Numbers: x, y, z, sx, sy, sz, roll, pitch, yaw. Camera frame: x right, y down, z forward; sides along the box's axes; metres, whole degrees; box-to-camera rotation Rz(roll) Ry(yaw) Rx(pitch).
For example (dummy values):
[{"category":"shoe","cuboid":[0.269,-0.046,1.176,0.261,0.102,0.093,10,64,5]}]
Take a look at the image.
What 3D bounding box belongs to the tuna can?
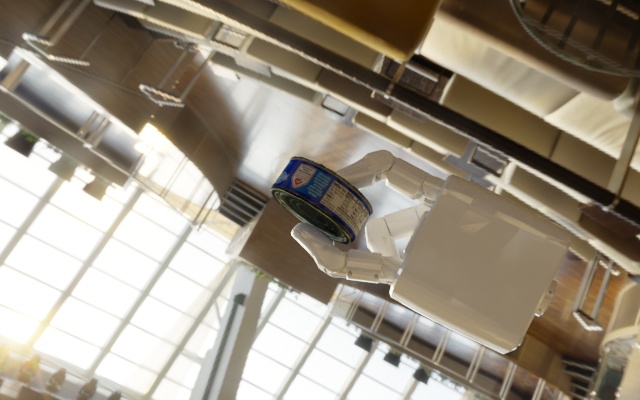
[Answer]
[{"category":"tuna can","cuboid":[0.000,0.002,0.411,0.086,0.033,0.086,32,-14,9]}]
